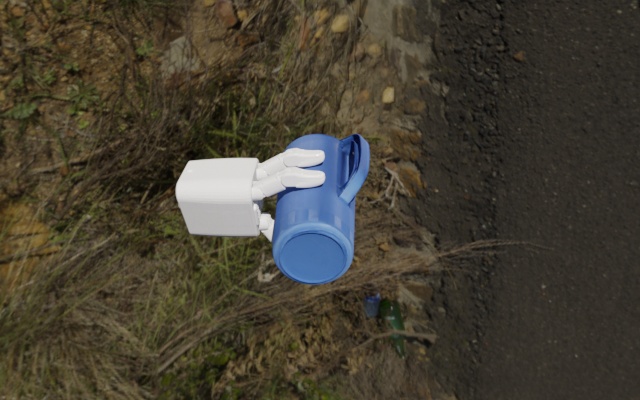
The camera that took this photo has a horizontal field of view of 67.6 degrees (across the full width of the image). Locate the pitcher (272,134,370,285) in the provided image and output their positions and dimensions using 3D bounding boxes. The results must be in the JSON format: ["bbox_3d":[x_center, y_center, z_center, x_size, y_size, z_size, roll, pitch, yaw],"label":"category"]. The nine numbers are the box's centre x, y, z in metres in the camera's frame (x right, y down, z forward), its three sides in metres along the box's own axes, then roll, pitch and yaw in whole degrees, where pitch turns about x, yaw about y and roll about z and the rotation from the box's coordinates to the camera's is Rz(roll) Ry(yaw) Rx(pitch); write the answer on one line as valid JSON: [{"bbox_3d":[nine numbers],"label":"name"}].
[{"bbox_3d":[0.000,0.002,0.719,0.145,0.149,0.242,2,34,0],"label":"pitcher"}]
